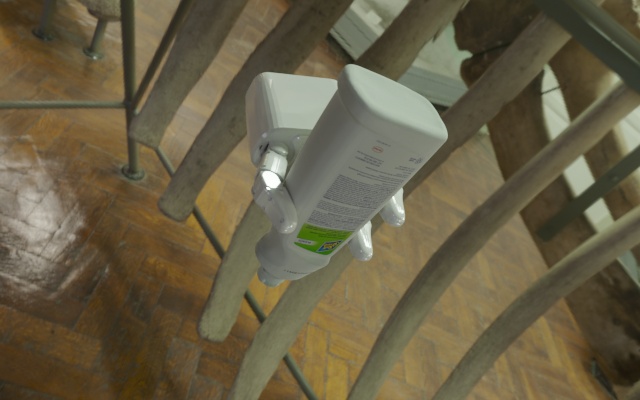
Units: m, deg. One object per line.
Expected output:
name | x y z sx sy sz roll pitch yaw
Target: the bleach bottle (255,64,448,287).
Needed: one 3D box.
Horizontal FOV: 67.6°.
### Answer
bleach bottle | 0.000 0.001 0.448 0.102 0.068 0.251 15 -49 -30
